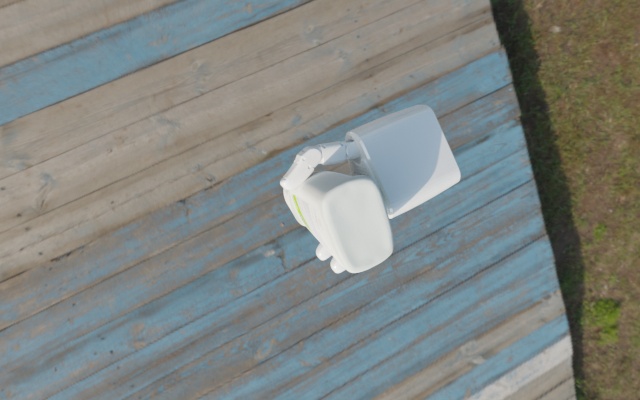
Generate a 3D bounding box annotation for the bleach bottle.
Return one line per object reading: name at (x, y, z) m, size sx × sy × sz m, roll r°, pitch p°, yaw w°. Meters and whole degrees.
bleach bottle at (0.000, 0.002, 0.594) m, size 0.068 × 0.102 × 0.250 m, roll -24°, pitch 19°, yaw -13°
